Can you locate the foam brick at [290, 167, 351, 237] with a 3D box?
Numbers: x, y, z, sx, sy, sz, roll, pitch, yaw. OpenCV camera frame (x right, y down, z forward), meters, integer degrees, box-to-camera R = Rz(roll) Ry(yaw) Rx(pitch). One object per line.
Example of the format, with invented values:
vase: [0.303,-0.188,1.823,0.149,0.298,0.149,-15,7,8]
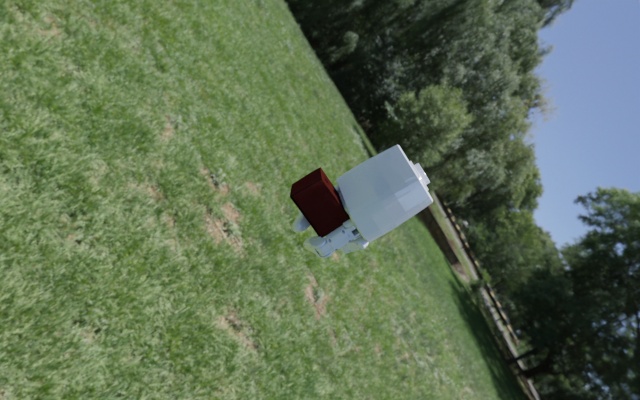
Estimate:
foam brick: [0.000,0.002,0.673,0.051,0.078,0.053,-31,20,12]
